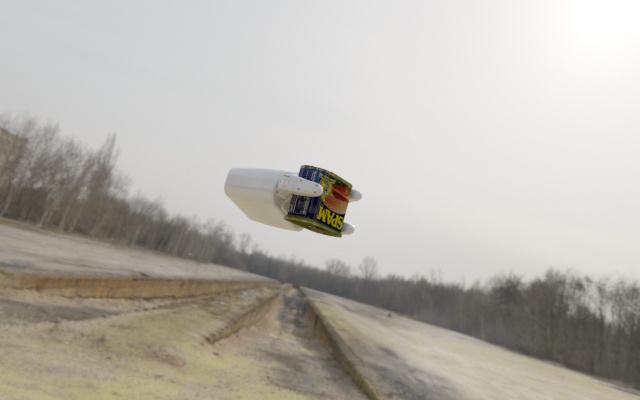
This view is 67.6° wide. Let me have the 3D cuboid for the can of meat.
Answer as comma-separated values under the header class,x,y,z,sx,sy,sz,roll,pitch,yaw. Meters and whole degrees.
class,x,y,z,sx,sy,sz,roll,pitch,yaw
can of meat,0.000,0.002,0.715,0.057,0.084,0.102,8,-13,36
